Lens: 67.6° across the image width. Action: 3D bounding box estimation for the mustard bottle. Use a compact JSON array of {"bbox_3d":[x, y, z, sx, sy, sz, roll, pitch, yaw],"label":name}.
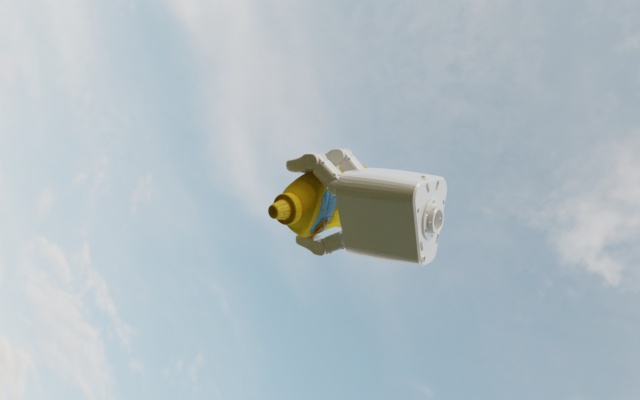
[{"bbox_3d":[0.000,0.002,0.660,0.058,0.096,0.191,36,27,28],"label":"mustard bottle"}]
